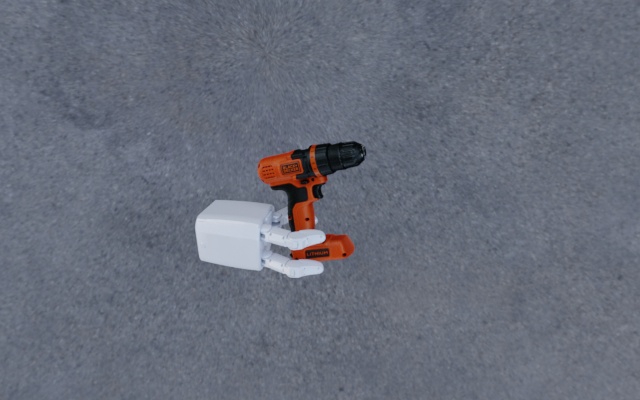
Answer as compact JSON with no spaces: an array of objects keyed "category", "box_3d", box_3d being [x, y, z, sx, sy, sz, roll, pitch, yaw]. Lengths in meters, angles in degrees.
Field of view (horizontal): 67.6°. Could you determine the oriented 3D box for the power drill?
[{"category":"power drill","box_3d":[0.000,0.003,0.780,0.184,0.188,0.057,-8,11,23]}]
